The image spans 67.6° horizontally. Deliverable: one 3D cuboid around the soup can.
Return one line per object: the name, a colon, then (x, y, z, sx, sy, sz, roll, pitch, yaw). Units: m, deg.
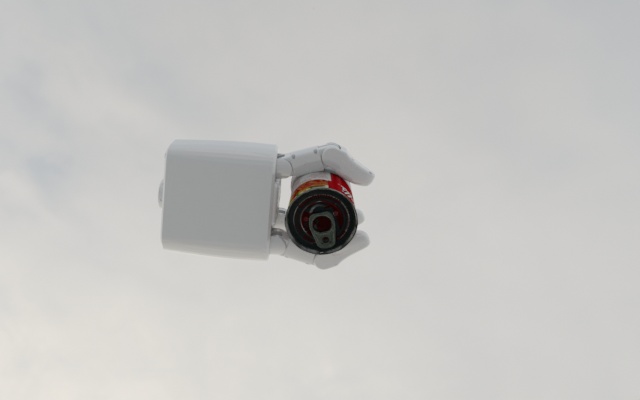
soup can: (0.001, 0.001, 0.485, 0.068, 0.068, 0.102, 0, 22, -1)
